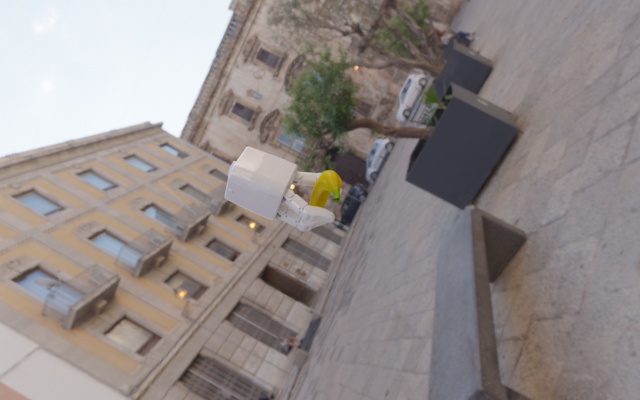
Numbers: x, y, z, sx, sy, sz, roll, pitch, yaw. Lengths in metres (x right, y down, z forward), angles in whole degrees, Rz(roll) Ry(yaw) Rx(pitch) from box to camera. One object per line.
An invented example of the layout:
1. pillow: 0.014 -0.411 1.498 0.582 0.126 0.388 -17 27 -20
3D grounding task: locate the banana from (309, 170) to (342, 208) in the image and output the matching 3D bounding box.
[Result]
1. banana: 0.006 -0.015 0.895 0.037 0.069 0.198 17 -14 -7
